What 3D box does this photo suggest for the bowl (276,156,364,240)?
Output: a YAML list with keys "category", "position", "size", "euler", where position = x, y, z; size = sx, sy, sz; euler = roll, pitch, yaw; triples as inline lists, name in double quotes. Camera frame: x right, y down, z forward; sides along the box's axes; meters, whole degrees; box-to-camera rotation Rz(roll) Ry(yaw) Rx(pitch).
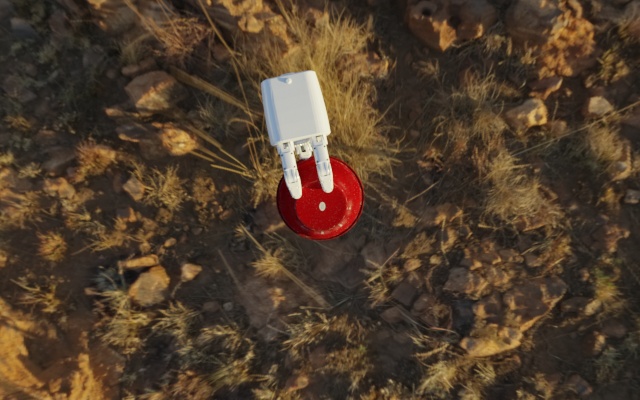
- category: "bowl"
  position: [0.001, 0.004, 0.849]
  size: [0.162, 0.162, 0.055]
  euler: [0, 14, -2]
